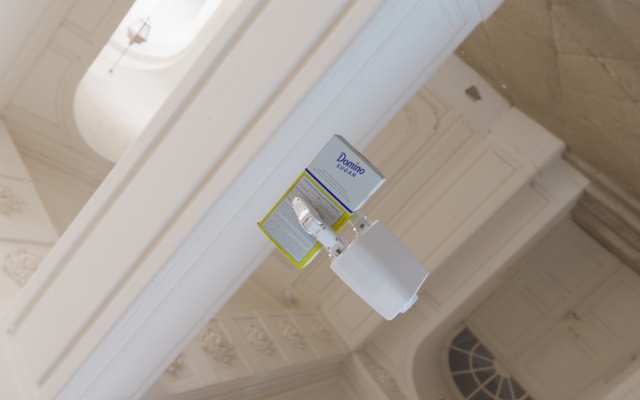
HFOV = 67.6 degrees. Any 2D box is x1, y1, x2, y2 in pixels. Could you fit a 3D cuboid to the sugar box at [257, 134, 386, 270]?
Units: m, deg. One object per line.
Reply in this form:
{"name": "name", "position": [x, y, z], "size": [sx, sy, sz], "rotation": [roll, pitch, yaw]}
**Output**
{"name": "sugar box", "position": [0.000, 0.002, 0.675], "size": [0.093, 0.176, 0.048], "rotation": [45, 13, 8]}
